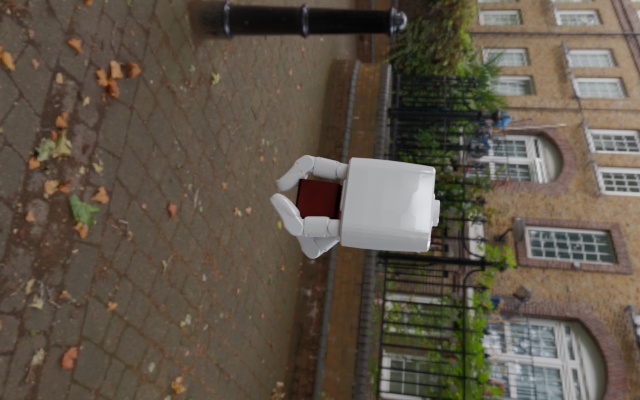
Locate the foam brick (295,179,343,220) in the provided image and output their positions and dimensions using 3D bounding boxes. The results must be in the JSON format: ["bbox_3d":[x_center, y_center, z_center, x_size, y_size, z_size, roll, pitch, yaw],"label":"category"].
[{"bbox_3d":[0.000,0.002,0.635,0.051,0.053,0.078,8,0,9],"label":"foam brick"}]
